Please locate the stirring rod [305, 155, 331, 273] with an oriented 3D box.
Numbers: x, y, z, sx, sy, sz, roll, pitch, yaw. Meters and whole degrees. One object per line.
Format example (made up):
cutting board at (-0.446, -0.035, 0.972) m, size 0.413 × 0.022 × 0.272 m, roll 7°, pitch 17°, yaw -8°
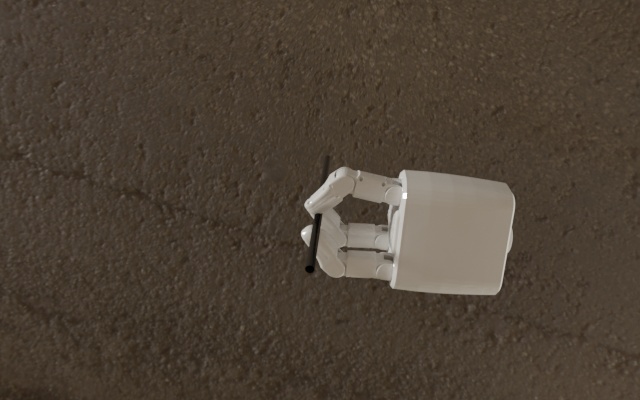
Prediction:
stirring rod at (0.000, 0.002, 0.506) m, size 0.011 × 0.011 × 0.239 m, roll 0°, pitch 28°, yaw 5°
